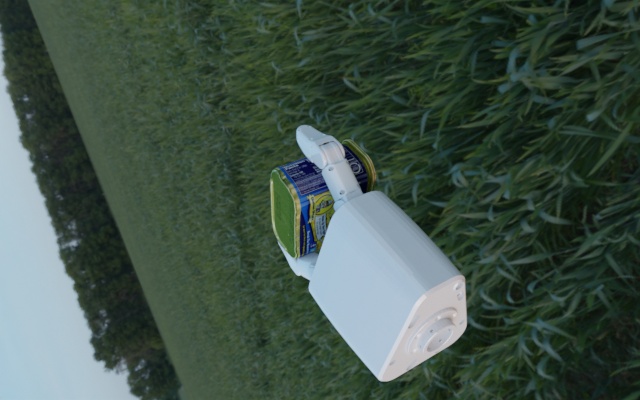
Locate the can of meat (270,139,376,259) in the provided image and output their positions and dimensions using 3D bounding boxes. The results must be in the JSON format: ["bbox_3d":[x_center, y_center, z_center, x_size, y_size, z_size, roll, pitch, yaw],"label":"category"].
[{"bbox_3d":[0.000,0.002,0.462,0.084,0.102,0.057,-22,50,-23],"label":"can of meat"}]
